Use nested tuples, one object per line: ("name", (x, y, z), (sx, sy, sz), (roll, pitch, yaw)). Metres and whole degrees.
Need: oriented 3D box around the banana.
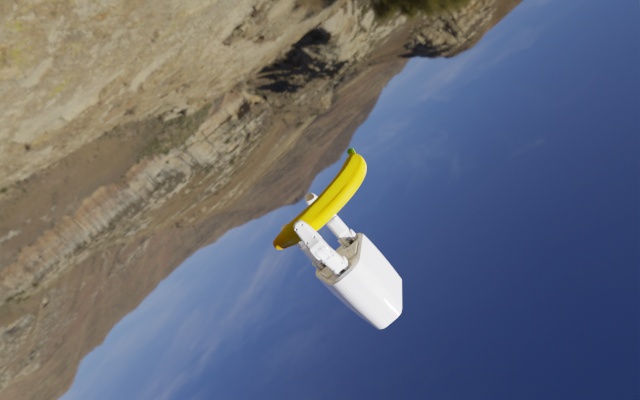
("banana", (0.010, -0.001, 0.689), (0.037, 0.197, 0.069), (46, -19, -16))
